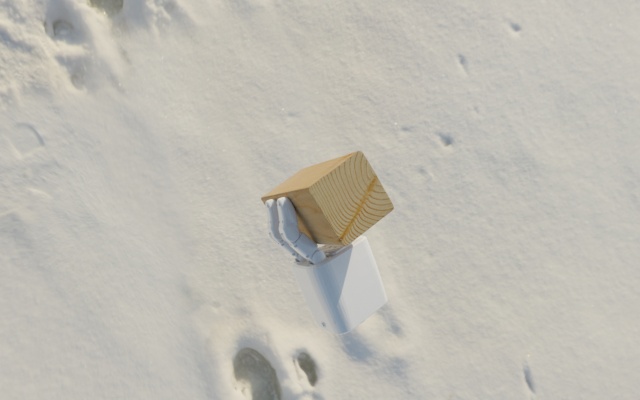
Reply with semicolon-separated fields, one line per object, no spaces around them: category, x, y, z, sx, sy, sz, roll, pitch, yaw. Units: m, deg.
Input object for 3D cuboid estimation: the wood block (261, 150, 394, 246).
wood block;0.001;0.002;0.682;0.091;0.090;0.206;-36;11;-21
